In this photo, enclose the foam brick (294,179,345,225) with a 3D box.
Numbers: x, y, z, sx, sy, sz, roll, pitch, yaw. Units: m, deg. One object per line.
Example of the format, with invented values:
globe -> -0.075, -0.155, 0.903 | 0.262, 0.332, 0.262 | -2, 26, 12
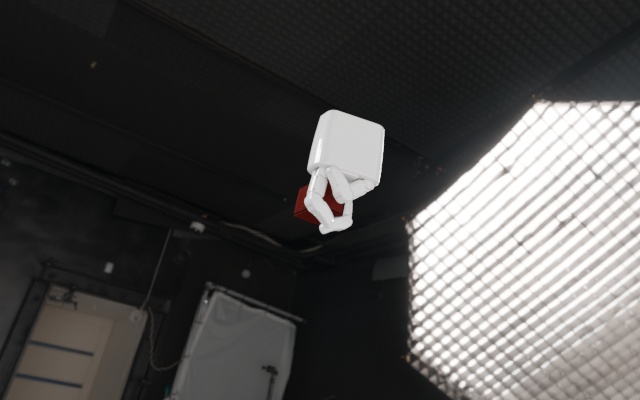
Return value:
foam brick -> 0.000, 0.003, 0.805 | 0.053, 0.051, 0.078 | 23, -26, -28
